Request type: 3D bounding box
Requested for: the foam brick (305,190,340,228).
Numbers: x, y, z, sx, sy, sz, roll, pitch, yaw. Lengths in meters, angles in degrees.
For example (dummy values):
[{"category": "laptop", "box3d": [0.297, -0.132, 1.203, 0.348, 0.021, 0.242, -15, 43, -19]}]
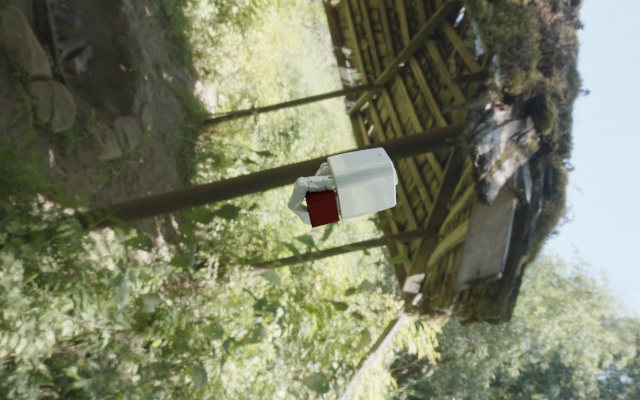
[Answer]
[{"category": "foam brick", "box3d": [0.000, 0.003, 0.850, 0.051, 0.053, 0.078, -13, 29, -1]}]
